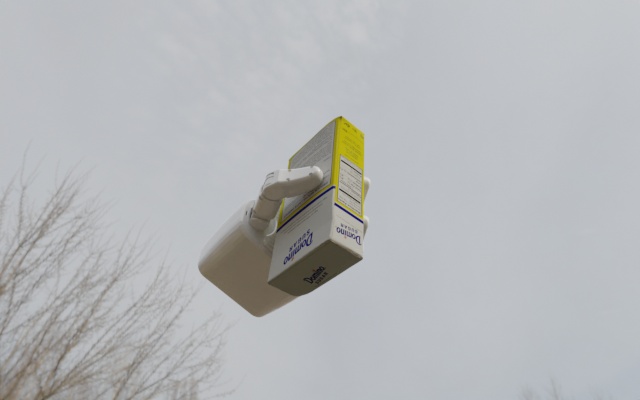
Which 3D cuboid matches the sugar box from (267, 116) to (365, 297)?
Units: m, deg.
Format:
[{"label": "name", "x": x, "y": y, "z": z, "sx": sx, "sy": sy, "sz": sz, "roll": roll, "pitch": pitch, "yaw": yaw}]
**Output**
[{"label": "sugar box", "x": 0.000, "y": 0.002, "z": 0.483, "sx": 0.048, "sy": 0.176, "sz": 0.093, "roll": 31, "pitch": -49, "yaw": -27}]
